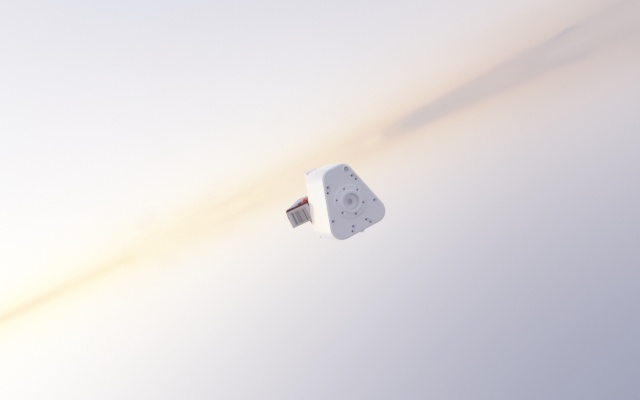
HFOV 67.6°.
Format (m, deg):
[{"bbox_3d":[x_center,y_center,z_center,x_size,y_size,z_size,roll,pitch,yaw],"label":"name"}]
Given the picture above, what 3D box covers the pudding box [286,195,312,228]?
[{"bbox_3d":[0.000,0.003,0.881,0.113,0.039,0.090,-23,7,17],"label":"pudding box"}]
